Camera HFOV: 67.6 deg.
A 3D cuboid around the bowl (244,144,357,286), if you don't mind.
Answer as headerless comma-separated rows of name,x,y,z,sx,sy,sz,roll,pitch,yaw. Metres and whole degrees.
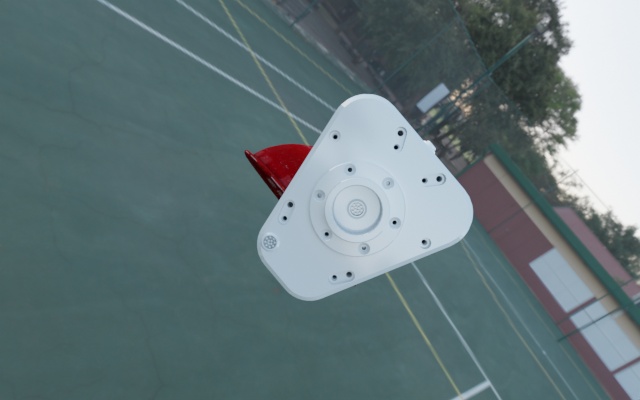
bowl,0.000,0.001,0.450,0.055,0.162,0.162,-40,5,-7
